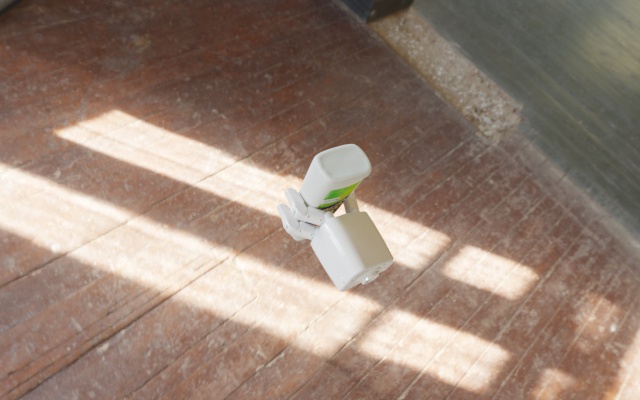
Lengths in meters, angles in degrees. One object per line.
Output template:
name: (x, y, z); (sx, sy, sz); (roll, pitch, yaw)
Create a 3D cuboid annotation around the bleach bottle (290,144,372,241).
bleach bottle: (0.000, 0.003, 0.882); (0.102, 0.068, 0.251); (-18, -24, -29)
